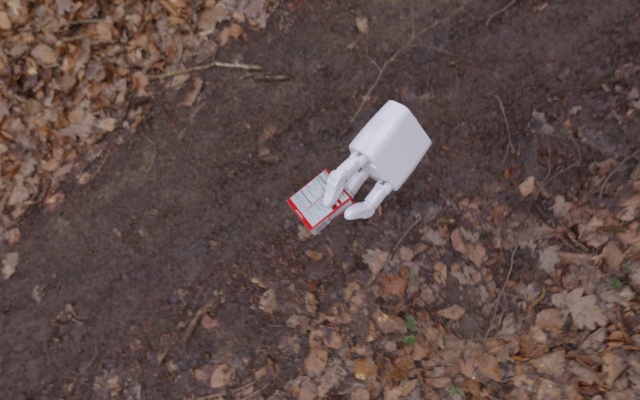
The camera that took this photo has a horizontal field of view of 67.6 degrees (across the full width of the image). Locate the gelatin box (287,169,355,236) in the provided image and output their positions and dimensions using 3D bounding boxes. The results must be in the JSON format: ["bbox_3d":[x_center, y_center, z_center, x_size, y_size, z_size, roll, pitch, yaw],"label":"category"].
[{"bbox_3d":[0.000,0.003,0.798,0.089,0.073,0.030,-39,-27,-2],"label":"gelatin box"}]
